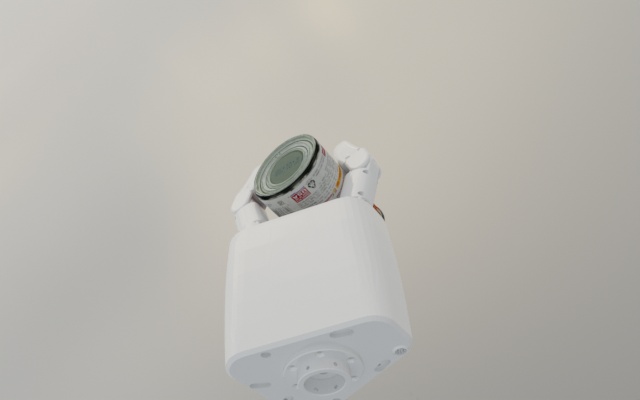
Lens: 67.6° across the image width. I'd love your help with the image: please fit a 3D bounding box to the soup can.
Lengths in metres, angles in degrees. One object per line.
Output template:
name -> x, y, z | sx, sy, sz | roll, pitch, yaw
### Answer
soup can -> 0.000, 0.001, 0.410 | 0.068, 0.068, 0.102 | 0, -37, 47
